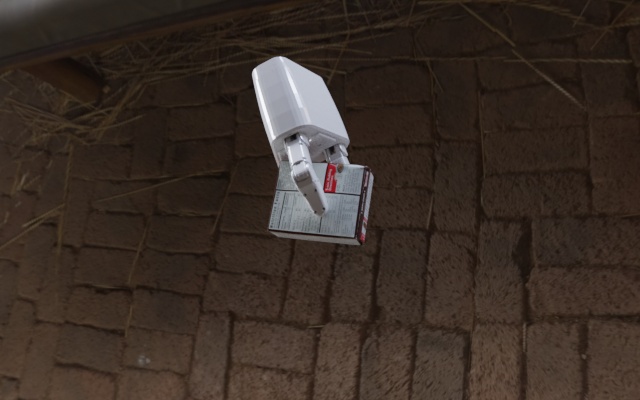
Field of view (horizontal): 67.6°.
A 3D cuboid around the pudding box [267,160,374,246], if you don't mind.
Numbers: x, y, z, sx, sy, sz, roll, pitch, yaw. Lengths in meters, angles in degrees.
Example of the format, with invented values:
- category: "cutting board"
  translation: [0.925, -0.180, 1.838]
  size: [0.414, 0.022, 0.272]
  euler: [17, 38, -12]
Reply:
- category: "pudding box"
  translation: [0.000, 0.002, 0.560]
  size: [0.113, 0.090, 0.039]
  euler: [4, -13, 21]
